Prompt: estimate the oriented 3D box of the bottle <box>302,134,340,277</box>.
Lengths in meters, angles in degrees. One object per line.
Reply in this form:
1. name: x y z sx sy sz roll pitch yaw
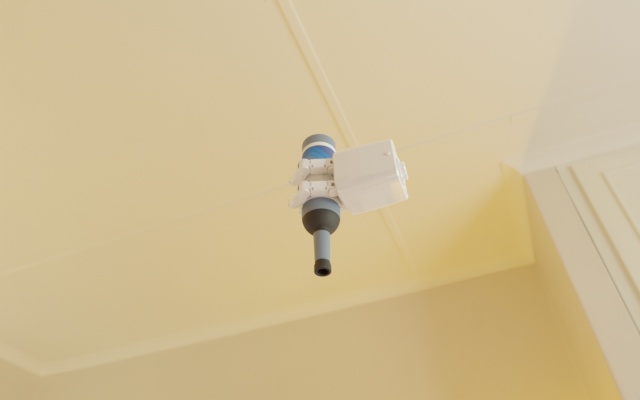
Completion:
1. bottle: 0.000 0.003 0.839 0.069 0.295 0.069 -1 -42 -1
